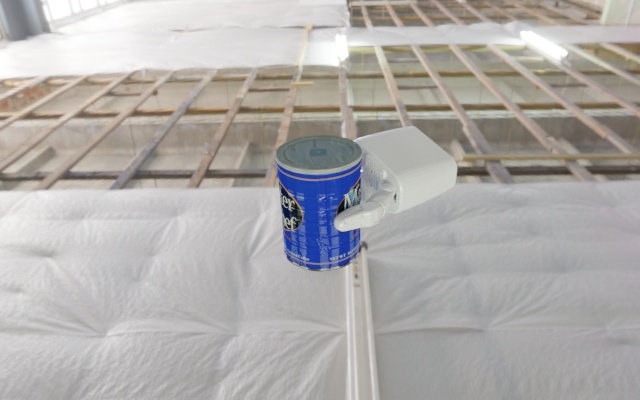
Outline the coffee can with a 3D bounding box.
[{"bbox_3d":[0.000,0.002,0.598,0.103,0.140,0.102,-2,29,1],"label":"coffee can"}]
